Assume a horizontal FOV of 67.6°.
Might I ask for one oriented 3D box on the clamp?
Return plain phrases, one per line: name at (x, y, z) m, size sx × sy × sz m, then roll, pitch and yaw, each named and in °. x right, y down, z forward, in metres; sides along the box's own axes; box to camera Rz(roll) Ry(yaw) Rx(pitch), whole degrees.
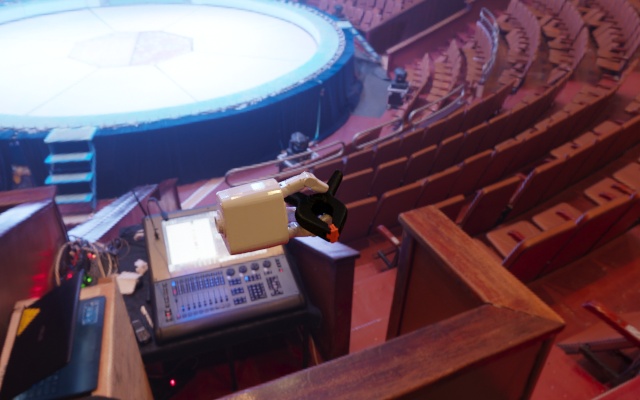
clamp at (0.000, 0.003, 0.878) m, size 0.164 × 0.036 × 0.210 m, roll -14°, pitch 36°, yaw -20°
